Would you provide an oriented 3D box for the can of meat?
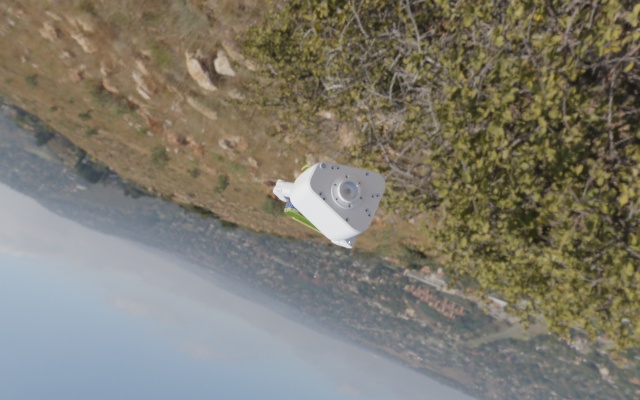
[{"bbox_3d":[0.000,0.003,0.794,0.102,0.084,0.057,28,-15,-13],"label":"can of meat"}]
